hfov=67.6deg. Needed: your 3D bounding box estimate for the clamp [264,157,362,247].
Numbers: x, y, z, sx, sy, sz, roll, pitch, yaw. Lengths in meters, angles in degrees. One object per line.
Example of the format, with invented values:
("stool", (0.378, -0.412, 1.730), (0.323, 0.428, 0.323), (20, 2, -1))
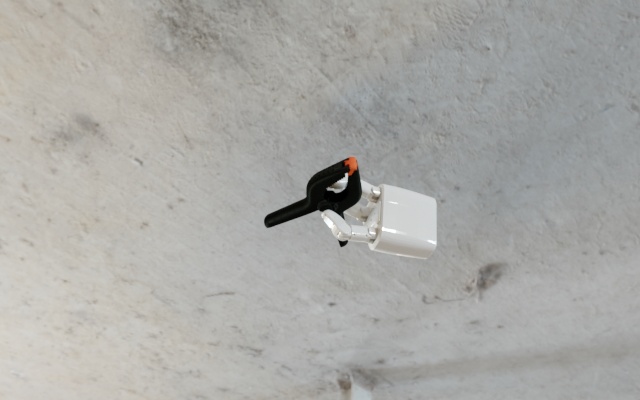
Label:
("clamp", (0.001, 0.003, 0.817), (0.164, 0.036, 0.210), (11, -43, -14))
